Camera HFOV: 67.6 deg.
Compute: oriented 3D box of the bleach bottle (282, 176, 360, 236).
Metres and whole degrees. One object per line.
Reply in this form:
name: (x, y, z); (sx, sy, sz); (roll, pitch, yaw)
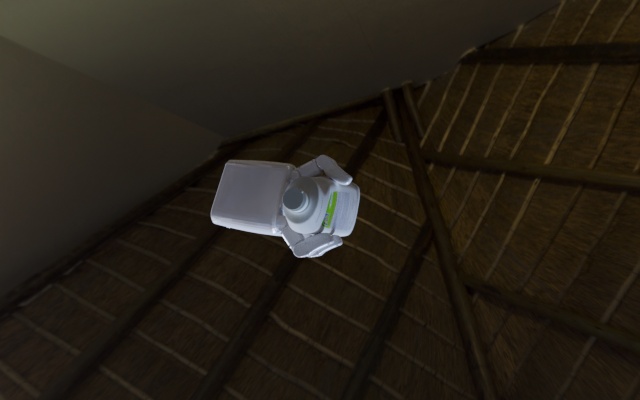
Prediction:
bleach bottle: (0.000, 0.002, 0.721); (0.068, 0.102, 0.251); (8, -4, 16)
